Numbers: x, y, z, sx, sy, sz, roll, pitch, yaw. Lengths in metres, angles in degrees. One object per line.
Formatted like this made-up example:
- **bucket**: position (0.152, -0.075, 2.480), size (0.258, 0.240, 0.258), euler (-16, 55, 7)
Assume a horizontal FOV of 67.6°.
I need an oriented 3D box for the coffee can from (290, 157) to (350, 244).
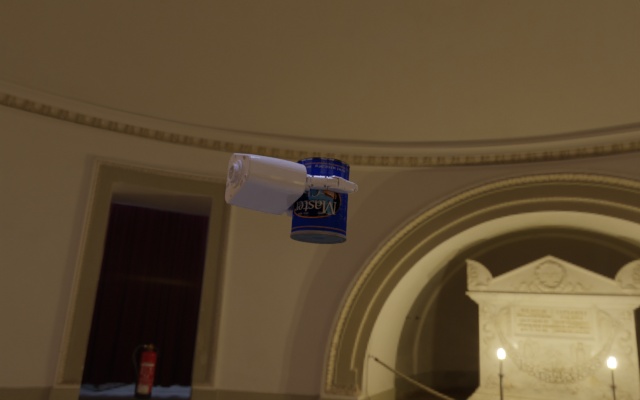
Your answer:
- **coffee can**: position (0.000, 0.003, 0.881), size (0.103, 0.140, 0.103), euler (3, -14, 1)
